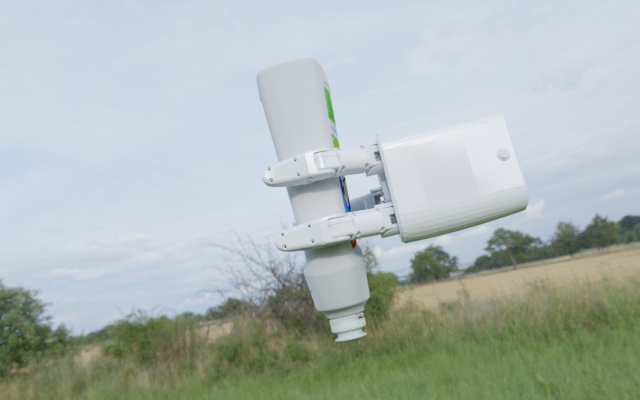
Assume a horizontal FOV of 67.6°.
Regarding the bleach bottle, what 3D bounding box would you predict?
[{"bbox_3d":[0.000,0.001,0.449,0.068,0.250,0.102,-14,-10,5],"label":"bleach bottle"}]
